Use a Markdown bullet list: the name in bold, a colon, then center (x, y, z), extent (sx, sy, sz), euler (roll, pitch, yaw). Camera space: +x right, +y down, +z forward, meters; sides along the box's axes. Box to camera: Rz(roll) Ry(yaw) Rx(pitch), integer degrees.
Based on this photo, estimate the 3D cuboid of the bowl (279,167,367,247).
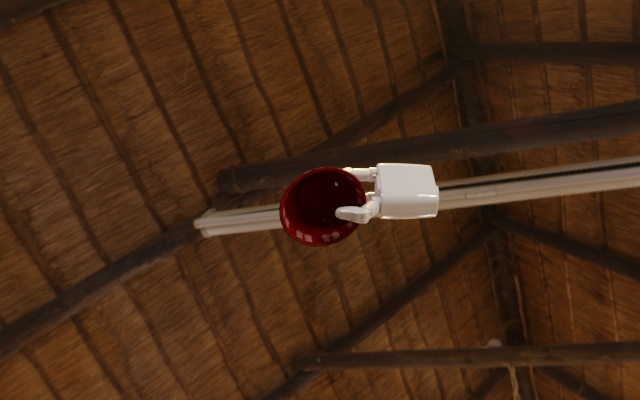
- **bowl**: center (-0.001, 0.003, 0.874), extent (0.162, 0.162, 0.055), euler (0, 27, -15)
